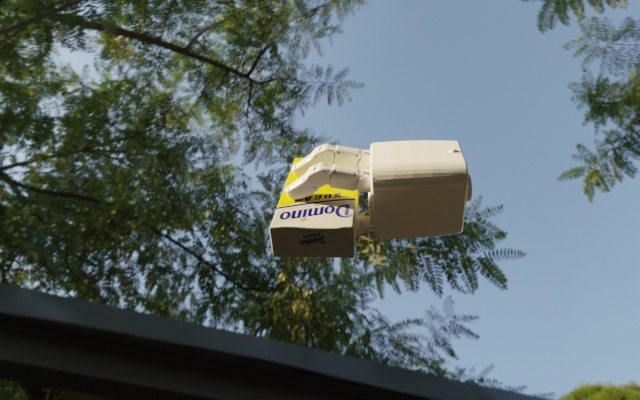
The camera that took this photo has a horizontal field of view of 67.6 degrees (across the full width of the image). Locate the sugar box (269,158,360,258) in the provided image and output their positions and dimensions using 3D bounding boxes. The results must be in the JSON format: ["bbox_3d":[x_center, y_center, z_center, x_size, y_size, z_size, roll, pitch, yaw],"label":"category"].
[{"bbox_3d":[0.000,0.001,0.587,0.093,0.048,0.176,0,28,7],"label":"sugar box"}]
